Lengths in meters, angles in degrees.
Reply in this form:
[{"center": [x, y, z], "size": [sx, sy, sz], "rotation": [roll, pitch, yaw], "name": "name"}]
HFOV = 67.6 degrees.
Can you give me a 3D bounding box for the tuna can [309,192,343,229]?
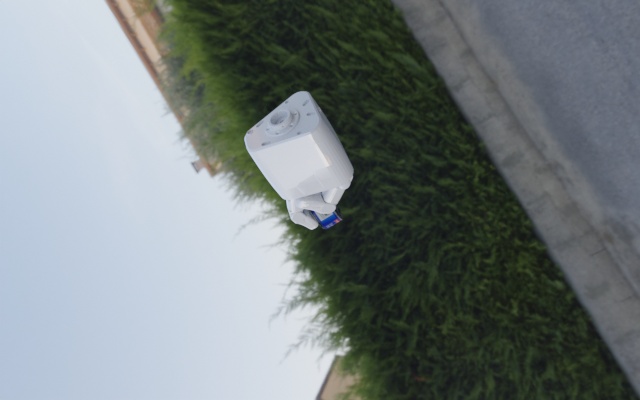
[{"center": [0.000, 0.003, 0.763], "size": [0.034, 0.086, 0.086], "rotation": [-32, -4, 7], "name": "tuna can"}]
